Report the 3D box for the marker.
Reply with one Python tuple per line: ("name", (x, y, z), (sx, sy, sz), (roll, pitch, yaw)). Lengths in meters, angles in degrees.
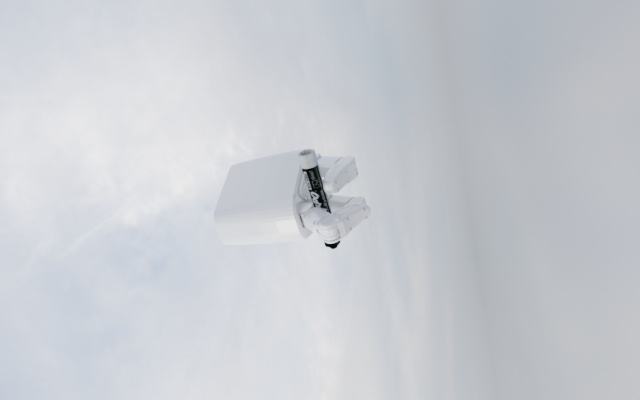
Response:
("marker", (0.000, 0.002, 0.527), (0.020, 0.121, 0.020), (-13, 26, 7))
